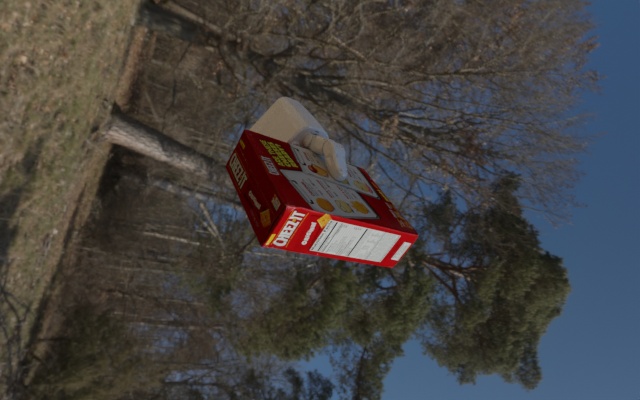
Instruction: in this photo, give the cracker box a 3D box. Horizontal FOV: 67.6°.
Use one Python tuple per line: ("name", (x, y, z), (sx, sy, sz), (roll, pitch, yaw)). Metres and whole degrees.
("cracker box", (0.000, 0.002, 0.627), (0.214, 0.072, 0.164), (14, 29, -36))
